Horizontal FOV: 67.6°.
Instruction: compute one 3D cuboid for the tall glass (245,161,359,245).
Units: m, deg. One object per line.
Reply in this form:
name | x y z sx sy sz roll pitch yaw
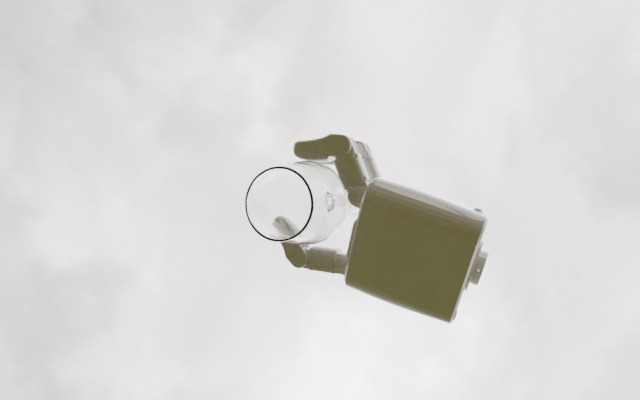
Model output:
tall glass | 0.000 0.002 0.481 0.079 0.079 0.201 0 1 21
